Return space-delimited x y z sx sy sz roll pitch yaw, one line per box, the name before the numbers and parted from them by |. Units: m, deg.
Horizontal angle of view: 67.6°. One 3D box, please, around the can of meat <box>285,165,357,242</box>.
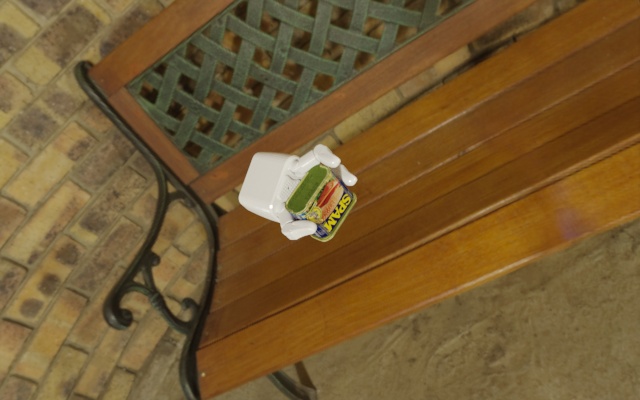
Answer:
can of meat | 0.000 0.003 0.793 0.057 0.102 0.084 19 -20 48
